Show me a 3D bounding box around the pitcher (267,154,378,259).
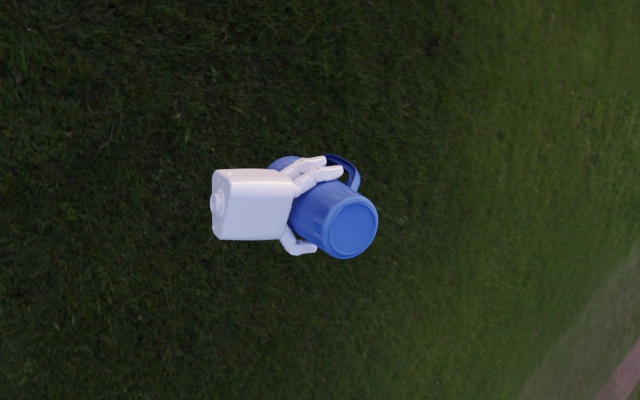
[{"bbox_3d":[0.000,0.003,0.853,0.145,0.149,0.242,1,16,-31],"label":"pitcher"}]
